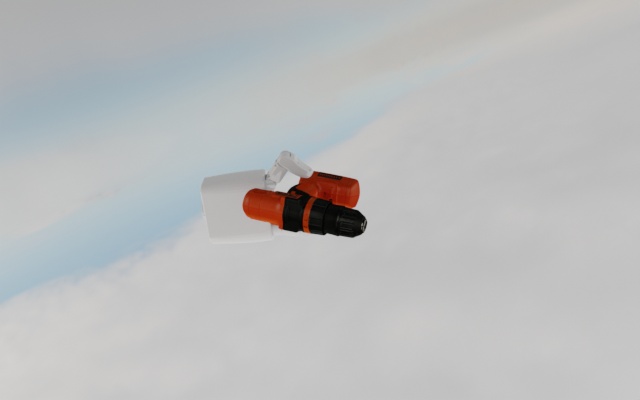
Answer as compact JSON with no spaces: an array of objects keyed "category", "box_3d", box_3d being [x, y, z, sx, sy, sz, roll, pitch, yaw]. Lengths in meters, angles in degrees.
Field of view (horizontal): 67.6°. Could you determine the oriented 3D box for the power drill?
[{"category":"power drill","box_3d":[0.000,0.002,0.734,0.184,0.057,0.187,13,16,18]}]
